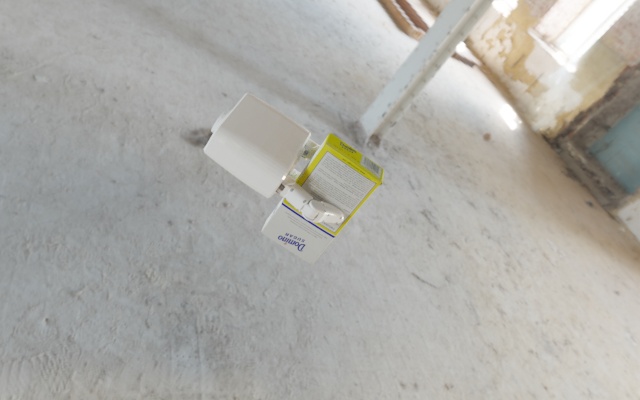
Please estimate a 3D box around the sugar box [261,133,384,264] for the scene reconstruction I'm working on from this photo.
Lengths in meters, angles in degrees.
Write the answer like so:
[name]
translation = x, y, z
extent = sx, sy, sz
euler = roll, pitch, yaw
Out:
[sugar box]
translation = 0.000, 0.002, 0.672
extent = 0.093, 0.176, 0.048
euler = 34, 32, -9
